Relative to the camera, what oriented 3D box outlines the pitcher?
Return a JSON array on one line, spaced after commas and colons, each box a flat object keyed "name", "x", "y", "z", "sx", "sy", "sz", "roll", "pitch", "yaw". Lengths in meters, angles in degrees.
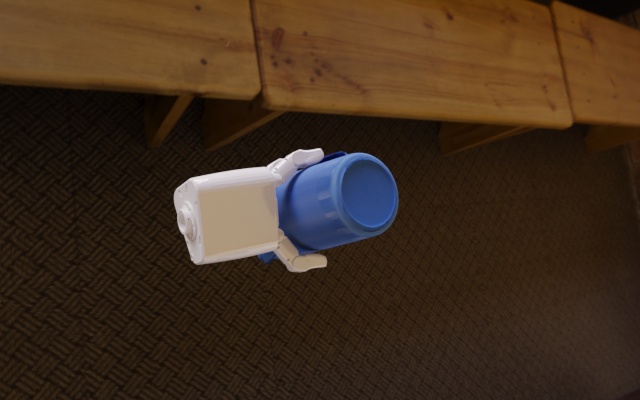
[{"name": "pitcher", "x": 0.000, "y": 0.002, "z": 0.694, "sx": 0.145, "sy": 0.149, "sz": 0.243, "roll": -11, "pitch": -4, "yaw": -34}]
